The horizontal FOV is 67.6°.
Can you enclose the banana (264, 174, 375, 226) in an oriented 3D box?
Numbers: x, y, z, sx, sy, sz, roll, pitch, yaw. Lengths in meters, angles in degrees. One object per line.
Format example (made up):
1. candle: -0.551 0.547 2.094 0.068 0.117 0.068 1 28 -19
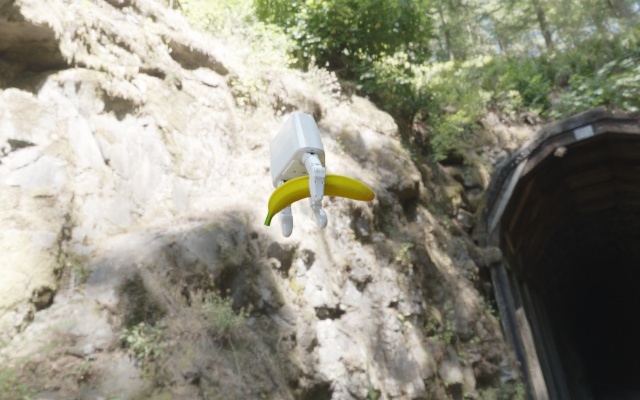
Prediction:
1. banana: -0.006 -0.013 0.809 0.198 0.070 0.037 -13 30 -6
